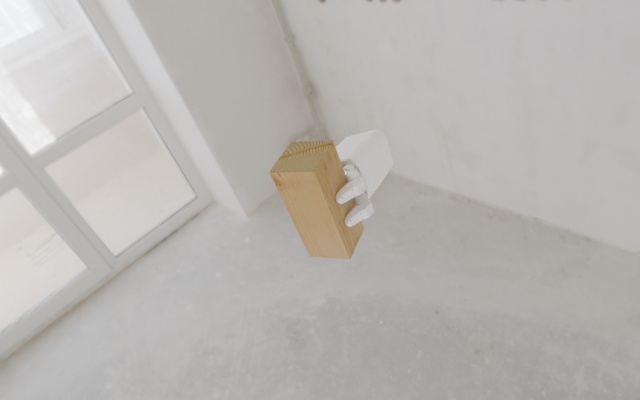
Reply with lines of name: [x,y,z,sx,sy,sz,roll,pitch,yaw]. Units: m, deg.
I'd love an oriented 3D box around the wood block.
wood block: [0.000,0.002,0.860,0.091,0.206,0.090,1,42,29]
